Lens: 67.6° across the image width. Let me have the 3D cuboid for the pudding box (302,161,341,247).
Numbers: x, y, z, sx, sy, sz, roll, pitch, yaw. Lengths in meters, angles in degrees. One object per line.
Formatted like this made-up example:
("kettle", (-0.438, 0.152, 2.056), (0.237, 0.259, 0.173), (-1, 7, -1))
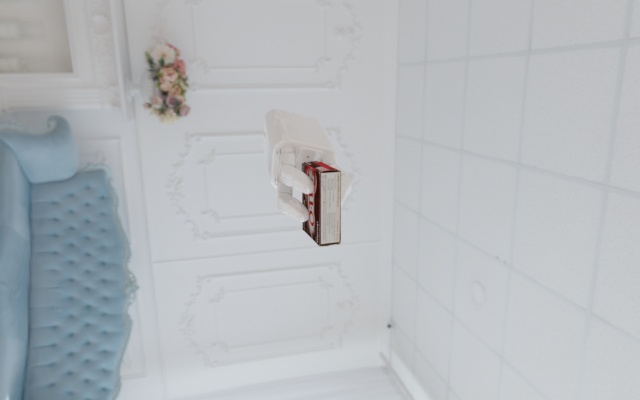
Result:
("pudding box", (0.000, 0.002, 0.719), (0.039, 0.113, 0.090), (-6, 14, -16))
